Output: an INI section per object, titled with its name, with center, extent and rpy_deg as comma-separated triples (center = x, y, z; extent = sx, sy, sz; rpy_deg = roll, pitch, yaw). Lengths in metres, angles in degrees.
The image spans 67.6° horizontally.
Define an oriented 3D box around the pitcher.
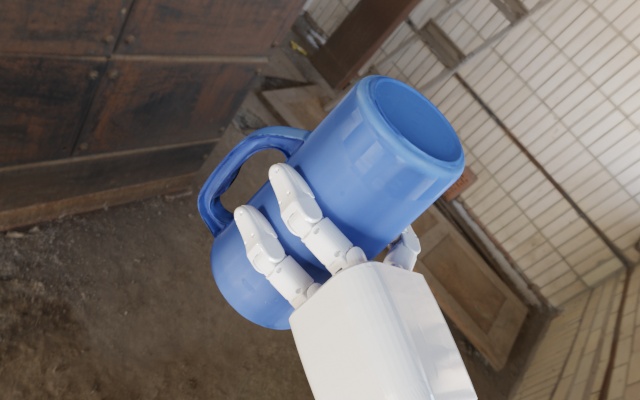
[pitcher]
center = 0.000, 0.002, 0.435
extent = 0.149, 0.145, 0.243
rpy_deg = 7, -40, -38
